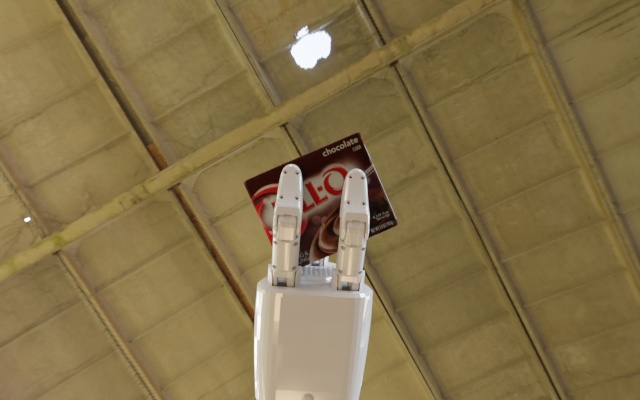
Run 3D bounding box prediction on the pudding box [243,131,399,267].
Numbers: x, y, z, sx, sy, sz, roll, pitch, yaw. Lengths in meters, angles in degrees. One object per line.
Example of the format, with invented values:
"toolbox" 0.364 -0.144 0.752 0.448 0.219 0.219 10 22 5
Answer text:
"pudding box" 0.000 0.001 0.429 0.113 0.090 0.039 -24 5 0
